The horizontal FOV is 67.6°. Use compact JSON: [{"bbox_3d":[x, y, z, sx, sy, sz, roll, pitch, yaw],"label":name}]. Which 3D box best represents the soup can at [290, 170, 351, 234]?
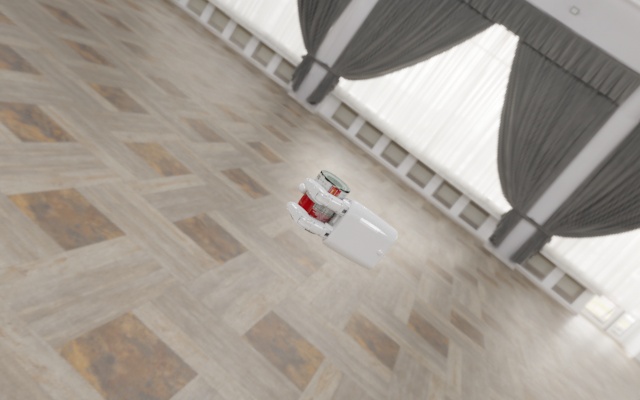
[{"bbox_3d":[0.000,0.002,0.882,0.068,0.102,0.068,33,16,-11],"label":"soup can"}]
